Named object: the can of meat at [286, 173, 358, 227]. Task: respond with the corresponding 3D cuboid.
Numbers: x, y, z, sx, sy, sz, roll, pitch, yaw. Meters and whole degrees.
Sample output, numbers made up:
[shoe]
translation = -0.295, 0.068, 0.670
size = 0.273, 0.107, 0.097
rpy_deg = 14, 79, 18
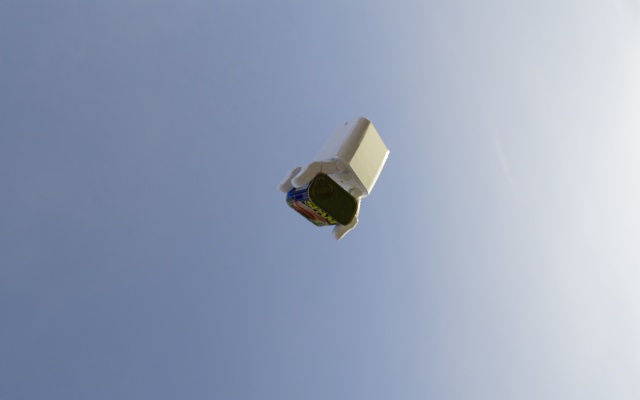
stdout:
[can of meat]
translation = 0.000, 0.003, 0.840
size = 0.102, 0.057, 0.084
rpy_deg = 38, -25, -24
